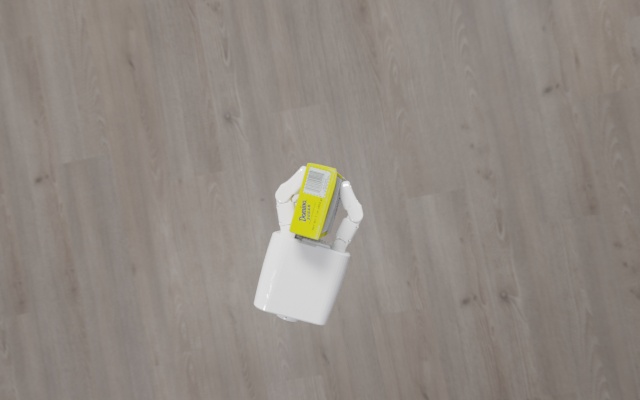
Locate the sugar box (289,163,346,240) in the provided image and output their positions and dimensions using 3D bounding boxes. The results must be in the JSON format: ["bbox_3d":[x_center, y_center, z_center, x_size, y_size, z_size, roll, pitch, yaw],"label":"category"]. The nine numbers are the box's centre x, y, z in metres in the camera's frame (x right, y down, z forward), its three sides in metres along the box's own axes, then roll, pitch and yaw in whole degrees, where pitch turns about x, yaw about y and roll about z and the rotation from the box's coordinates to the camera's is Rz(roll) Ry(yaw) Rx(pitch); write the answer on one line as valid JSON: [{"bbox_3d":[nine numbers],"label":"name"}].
[{"bbox_3d":[0.000,0.002,0.680,0.048,0.093,0.176,16,0,4],"label":"sugar box"}]
